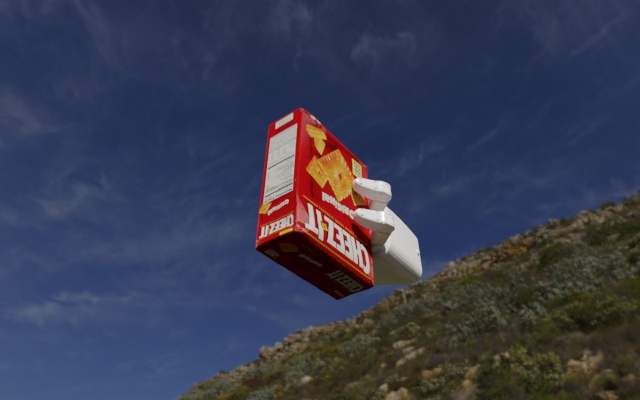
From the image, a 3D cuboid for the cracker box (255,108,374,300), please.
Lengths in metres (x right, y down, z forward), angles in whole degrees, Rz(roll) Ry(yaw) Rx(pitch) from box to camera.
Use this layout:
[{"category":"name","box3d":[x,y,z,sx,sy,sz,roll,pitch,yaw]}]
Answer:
[{"category":"cracker box","box3d":[0.000,0.002,0.653,0.072,0.213,0.164,-26,-46,29]}]
